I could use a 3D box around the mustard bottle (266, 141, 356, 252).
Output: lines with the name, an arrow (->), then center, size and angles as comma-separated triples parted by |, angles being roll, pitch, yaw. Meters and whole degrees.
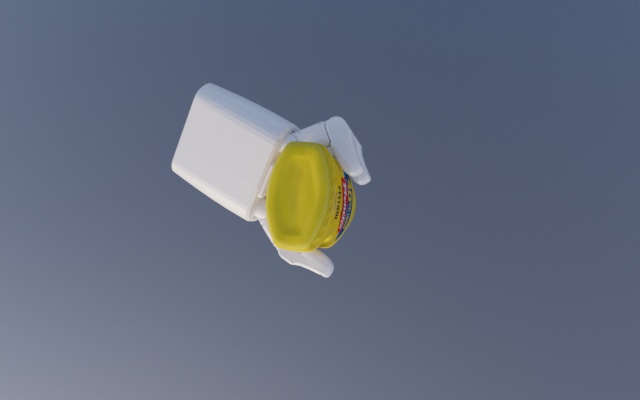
mustard bottle -> 0.000, 0.002, 0.497 | 0.058, 0.096, 0.191 | 5, -3, 13
